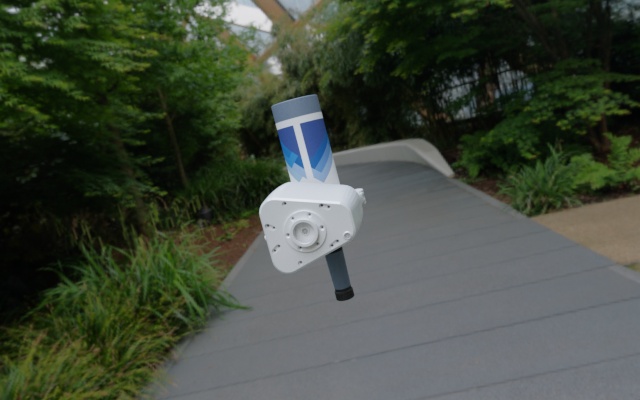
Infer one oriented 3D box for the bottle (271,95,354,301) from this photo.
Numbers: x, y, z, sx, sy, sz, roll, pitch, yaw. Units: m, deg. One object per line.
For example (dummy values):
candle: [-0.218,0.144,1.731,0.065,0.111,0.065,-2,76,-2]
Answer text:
bottle: [0.000,0.002,0.685,0.069,0.296,0.069,-14,8,2]
